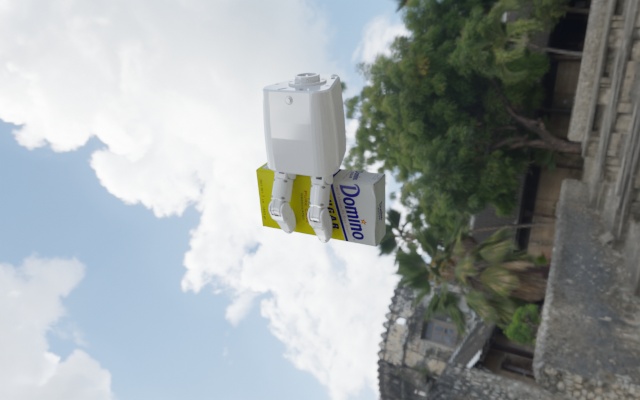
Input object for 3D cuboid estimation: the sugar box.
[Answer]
[{"bbox_3d":[0.000,0.002,0.655,0.176,0.093,0.048,9,28,26],"label":"sugar box"}]
